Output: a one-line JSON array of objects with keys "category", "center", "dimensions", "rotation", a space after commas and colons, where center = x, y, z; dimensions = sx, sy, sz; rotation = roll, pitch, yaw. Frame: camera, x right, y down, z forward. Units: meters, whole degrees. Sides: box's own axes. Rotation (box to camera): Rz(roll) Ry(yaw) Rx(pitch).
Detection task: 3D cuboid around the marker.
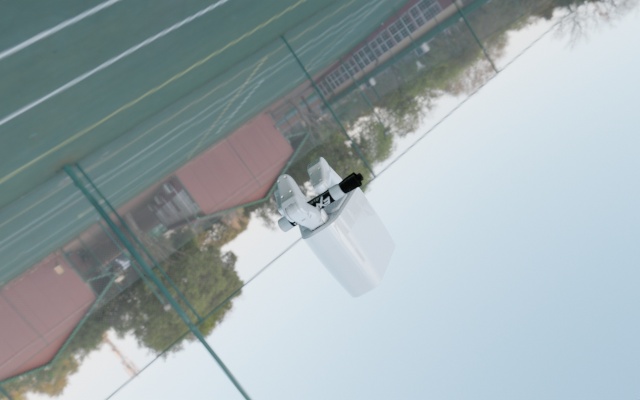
[{"category": "marker", "center": [0.000, 0.002, 0.580], "dimensions": [0.121, 0.020, 0.020], "rotation": [-32, -11, 19]}]
